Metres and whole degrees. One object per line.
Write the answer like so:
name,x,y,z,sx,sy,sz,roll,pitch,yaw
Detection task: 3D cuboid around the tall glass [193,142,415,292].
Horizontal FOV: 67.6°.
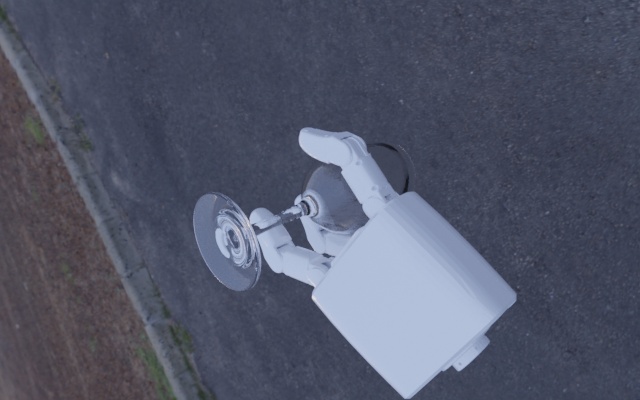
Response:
tall glass,0.000,0.001,0.401,0.079,0.079,0.201,0,17,45
